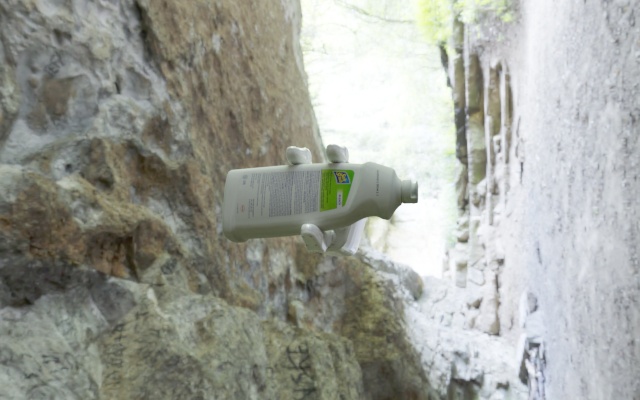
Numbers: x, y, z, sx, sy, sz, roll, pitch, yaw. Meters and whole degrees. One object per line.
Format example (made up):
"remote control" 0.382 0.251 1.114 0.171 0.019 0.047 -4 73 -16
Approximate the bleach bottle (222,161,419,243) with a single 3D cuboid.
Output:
"bleach bottle" 0.000 0.002 0.625 0.251 0.102 0.068 -2 -14 15
